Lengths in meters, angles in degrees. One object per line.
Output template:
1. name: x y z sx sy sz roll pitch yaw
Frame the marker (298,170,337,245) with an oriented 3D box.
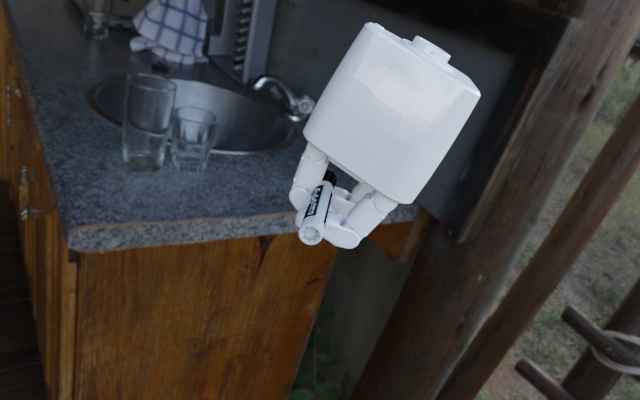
1. marker: 0.000 0.001 0.419 0.020 0.020 0.121 0 24 8
